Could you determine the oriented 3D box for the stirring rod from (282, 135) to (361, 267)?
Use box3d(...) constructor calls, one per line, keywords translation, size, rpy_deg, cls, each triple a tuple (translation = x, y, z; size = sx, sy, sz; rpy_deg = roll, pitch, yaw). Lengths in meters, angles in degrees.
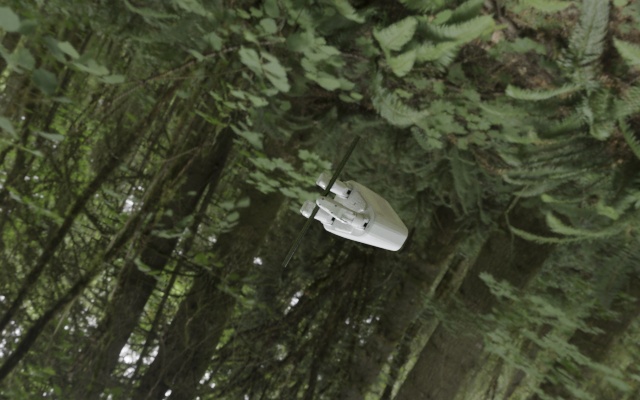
box3d(translation=(0.000, 0.002, 0.760), size=(0.011, 0.239, 0.011), rpy_deg=(30, 6, -4), cls="stirring rod")
